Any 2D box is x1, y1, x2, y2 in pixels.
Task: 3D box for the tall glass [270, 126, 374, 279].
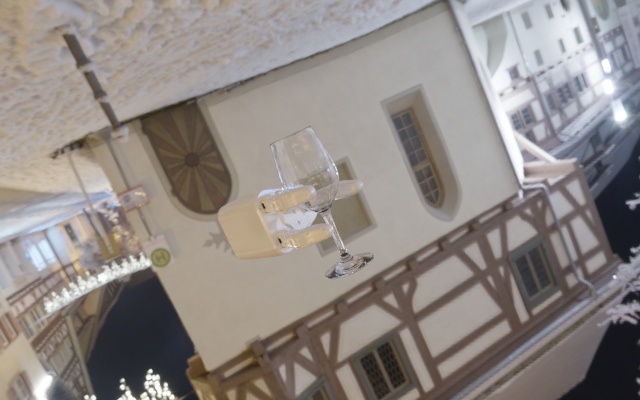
[{"bbox_3d":[0.001,0.003,0.655,0.079,0.201,0.079,-24,8,4],"label":"tall glass"}]
